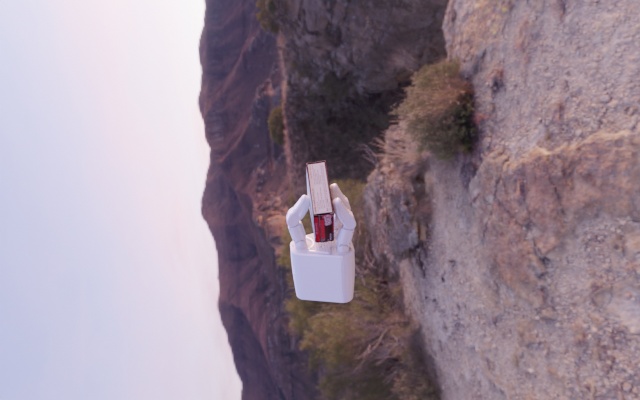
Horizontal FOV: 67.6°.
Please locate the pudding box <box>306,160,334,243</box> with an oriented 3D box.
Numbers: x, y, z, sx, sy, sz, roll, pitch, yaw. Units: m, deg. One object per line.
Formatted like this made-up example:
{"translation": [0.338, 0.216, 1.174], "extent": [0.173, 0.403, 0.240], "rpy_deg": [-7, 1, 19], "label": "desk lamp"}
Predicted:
{"translation": [0.000, 0.003, 0.822], "extent": [0.039, 0.113, 0.090], "rpy_deg": [-7, -35, -4], "label": "pudding box"}
